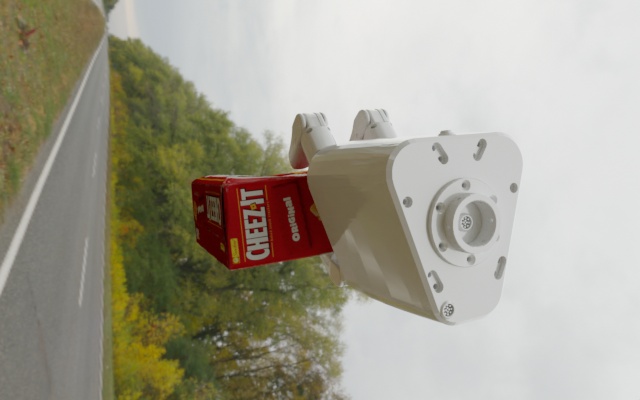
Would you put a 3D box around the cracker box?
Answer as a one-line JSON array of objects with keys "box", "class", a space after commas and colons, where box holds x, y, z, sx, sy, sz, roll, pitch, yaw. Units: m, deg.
[{"box": [0.000, 0.002, 0.444, 0.213, 0.072, 0.164, -7, 5, -22], "class": "cracker box"}]
